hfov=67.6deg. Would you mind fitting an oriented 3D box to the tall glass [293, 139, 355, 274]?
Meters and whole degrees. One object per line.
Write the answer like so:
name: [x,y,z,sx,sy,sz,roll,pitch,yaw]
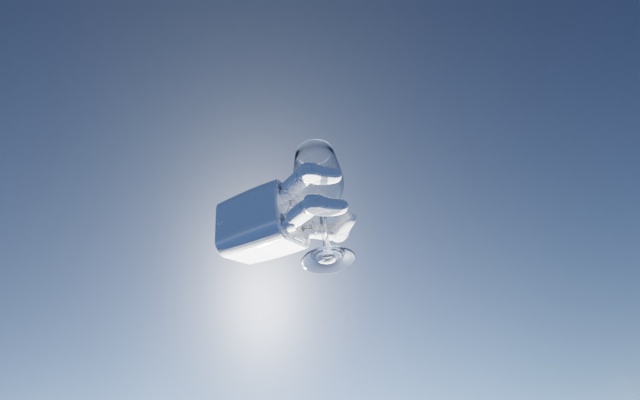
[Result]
tall glass: [0.000,0.003,0.704,0.079,0.200,0.079,-5,-36,-3]
